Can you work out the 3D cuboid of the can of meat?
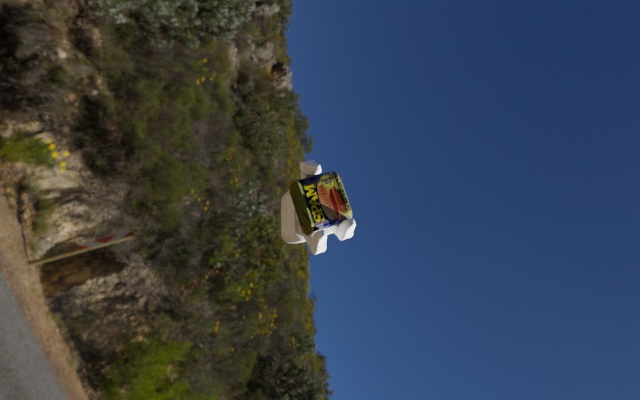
[{"bbox_3d":[0.000,0.003,0.865,0.084,0.102,0.057,-16,-5,-22],"label":"can of meat"}]
